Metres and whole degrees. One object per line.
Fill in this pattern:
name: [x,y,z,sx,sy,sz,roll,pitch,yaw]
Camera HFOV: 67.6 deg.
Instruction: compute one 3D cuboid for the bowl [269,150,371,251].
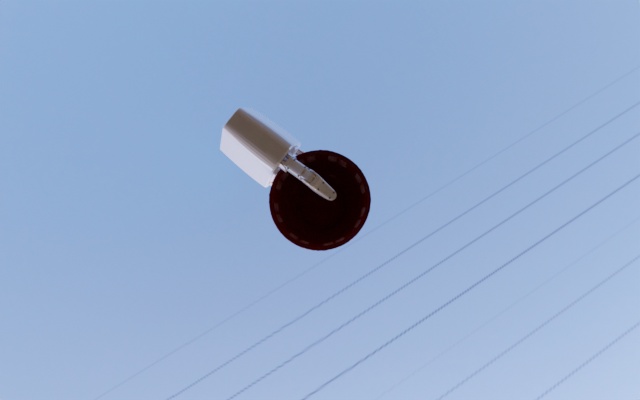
bowl: [0.001,0.004,0.776,0.162,0.162,0.055,0,-10,4]
